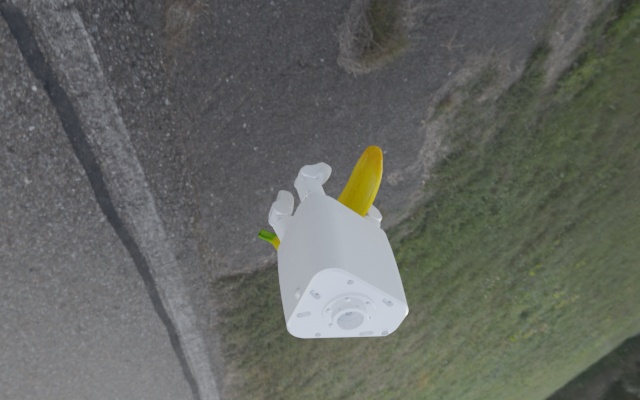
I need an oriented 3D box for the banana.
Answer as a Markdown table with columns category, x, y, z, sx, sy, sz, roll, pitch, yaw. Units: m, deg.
| category | x | y | z | sx | sy | sz | roll | pitch | yaw |
| --- | --- | --- | --- | --- | --- | --- | --- | --- | --- |
| banana | 0.010 | 0.017 | 0.567 | 0.198 | 0.069 | 0.037 | -37 | 12 | 24 |
